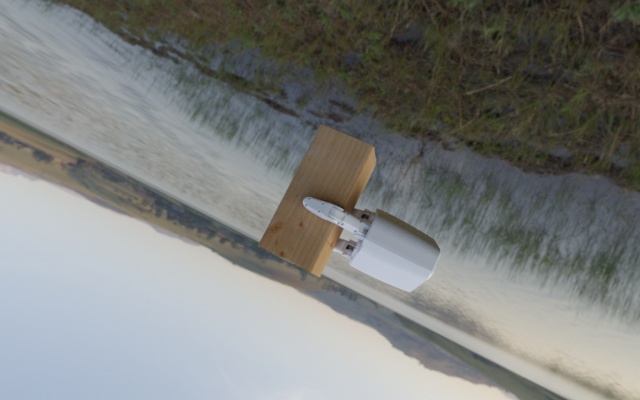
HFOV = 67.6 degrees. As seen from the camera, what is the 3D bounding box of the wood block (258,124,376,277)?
[{"bbox_3d":[0.000,0.003,0.734,0.090,0.206,0.091,25,-8,14],"label":"wood block"}]
